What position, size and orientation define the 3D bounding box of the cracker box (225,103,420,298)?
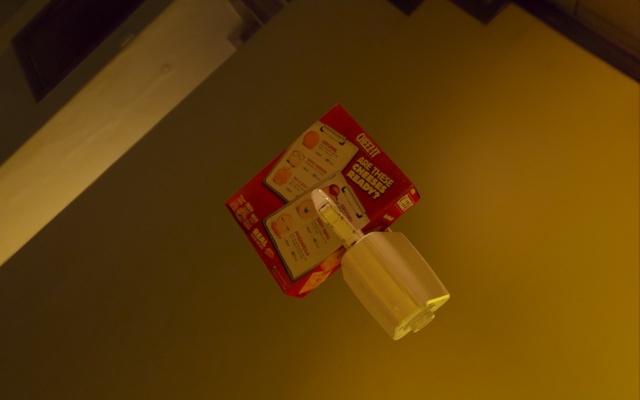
[{"bbox_3d":[0.000,0.002,0.651,0.214,0.164,0.072,-41,-25,5],"label":"cracker box"}]
